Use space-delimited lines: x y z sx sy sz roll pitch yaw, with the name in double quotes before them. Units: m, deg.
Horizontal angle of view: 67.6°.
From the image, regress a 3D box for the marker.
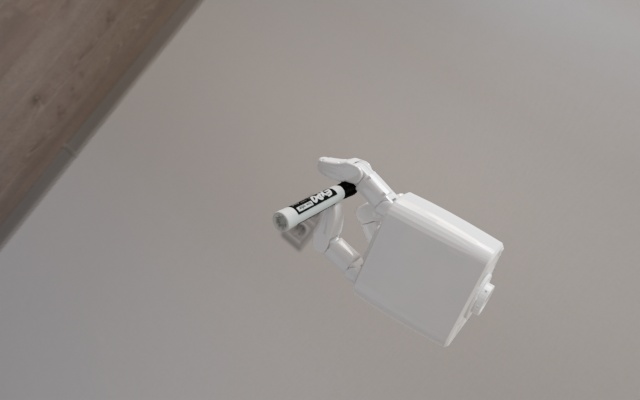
"marker" 0.000 0.001 0.462 0.020 0.020 0.121 0 17 38
